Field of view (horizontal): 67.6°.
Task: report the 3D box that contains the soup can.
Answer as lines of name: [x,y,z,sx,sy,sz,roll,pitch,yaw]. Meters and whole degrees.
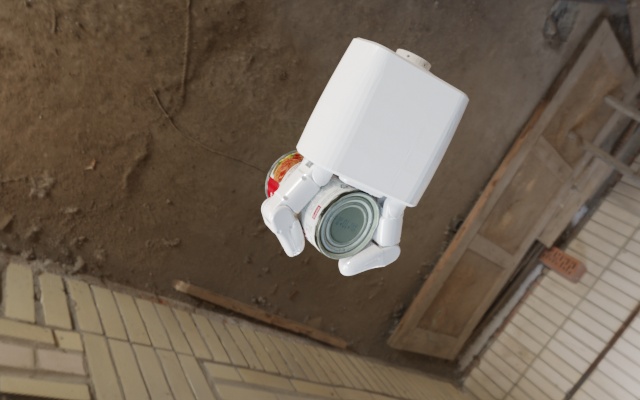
soup can: [0.000,0.002,0.447,0.068,0.068,0.102,0,25,-33]
